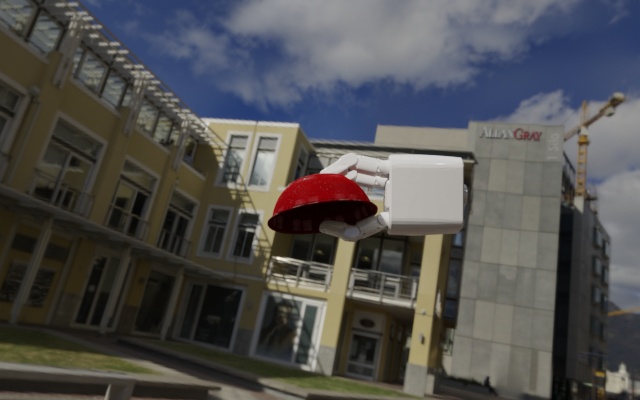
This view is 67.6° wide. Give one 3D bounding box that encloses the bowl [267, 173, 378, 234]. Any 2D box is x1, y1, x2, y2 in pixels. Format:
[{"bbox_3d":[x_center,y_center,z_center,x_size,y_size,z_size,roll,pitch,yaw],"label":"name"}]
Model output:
[{"bbox_3d":[-0.001,0.002,0.698,0.162,0.055,0.162,-8,-18,-3],"label":"bowl"}]
